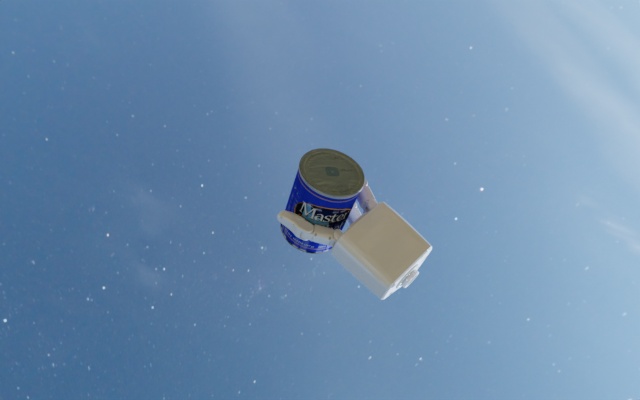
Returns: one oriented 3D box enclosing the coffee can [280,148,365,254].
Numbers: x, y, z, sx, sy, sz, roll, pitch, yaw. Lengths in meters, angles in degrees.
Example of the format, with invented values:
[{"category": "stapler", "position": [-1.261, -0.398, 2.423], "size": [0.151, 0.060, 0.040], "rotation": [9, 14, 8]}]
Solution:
[{"category": "coffee can", "position": [0.000, 0.002, 0.762], "size": [0.103, 0.102, 0.140], "rotation": [0, -42, -20]}]
